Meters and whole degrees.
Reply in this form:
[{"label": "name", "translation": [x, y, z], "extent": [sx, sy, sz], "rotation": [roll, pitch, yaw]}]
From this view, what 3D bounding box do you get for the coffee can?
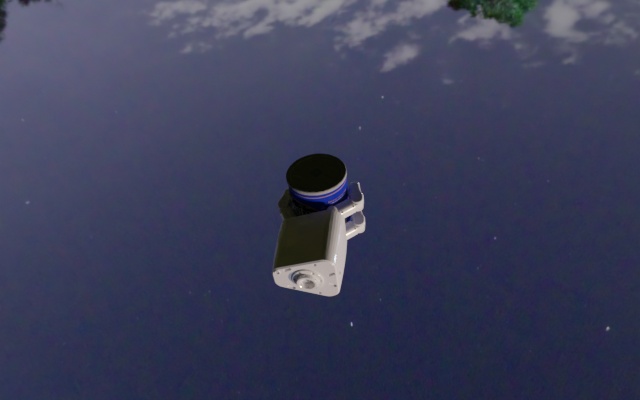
[{"label": "coffee can", "translation": [0.000, 0.003, 0.848], "extent": [0.103, 0.140, 0.102], "rotation": [-5, 43, 4]}]
